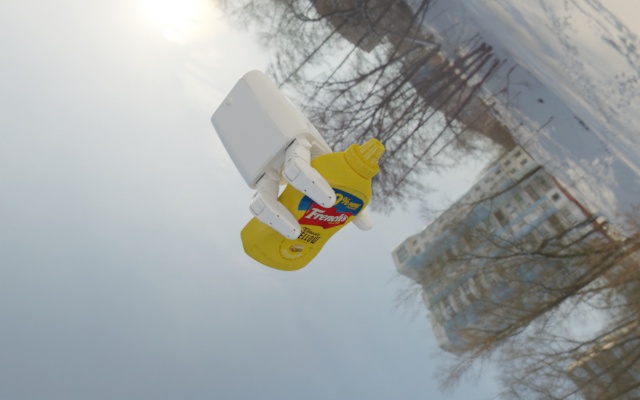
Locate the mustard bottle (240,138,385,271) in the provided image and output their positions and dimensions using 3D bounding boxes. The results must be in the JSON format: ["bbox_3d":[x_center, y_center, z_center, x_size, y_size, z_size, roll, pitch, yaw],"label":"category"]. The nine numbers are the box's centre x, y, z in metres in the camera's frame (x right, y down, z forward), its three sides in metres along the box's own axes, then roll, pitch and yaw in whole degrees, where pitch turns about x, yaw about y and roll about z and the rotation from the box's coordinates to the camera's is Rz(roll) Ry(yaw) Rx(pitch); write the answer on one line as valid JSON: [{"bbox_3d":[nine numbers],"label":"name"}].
[{"bbox_3d":[0.000,0.002,0.540,0.096,0.058,0.192,24,-58,-38],"label":"mustard bottle"}]
